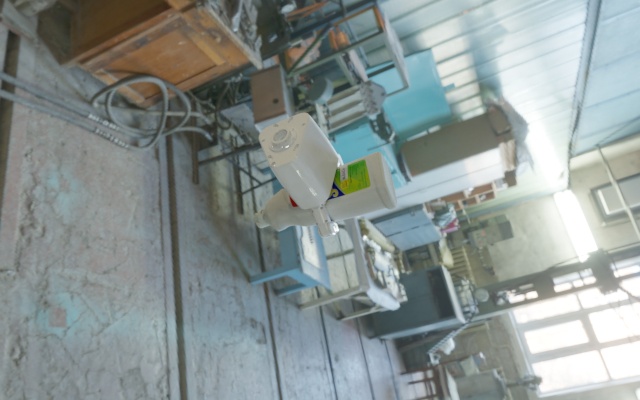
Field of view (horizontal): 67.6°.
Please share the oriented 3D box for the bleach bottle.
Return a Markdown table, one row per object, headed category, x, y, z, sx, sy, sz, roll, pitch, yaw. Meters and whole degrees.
| category | x | y | z | sx | sy | sz | roll | pitch | yaw |
| --- | --- | --- | --- | --- | --- | --- | --- | --- | --- |
| bleach bottle | 0.000 | 0.003 | 0.823 | 0.251 | 0.102 | 0.068 | -20 | -43 | 17 |
